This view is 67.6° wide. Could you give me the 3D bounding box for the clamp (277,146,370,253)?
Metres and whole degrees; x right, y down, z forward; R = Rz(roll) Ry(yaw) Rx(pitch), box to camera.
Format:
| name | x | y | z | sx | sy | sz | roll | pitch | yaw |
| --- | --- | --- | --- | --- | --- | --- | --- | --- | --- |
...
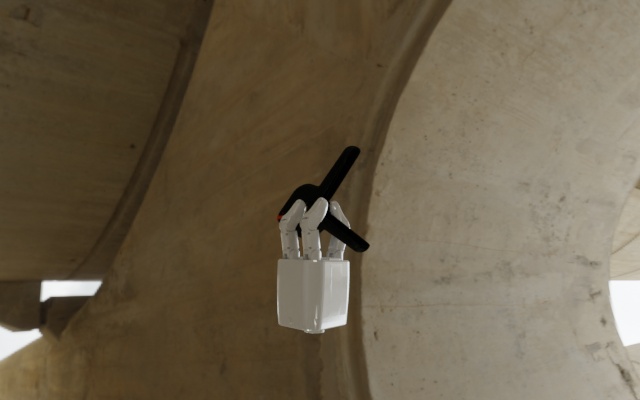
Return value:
| name | x | y | z | sx | sy | sz | roll | pitch | yaw |
| --- | --- | --- | --- | --- | --- | --- | --- | --- | --- |
| clamp | 0.000 | 0.003 | 0.791 | 0.036 | 0.164 | 0.210 | 6 | -8 | -41 |
